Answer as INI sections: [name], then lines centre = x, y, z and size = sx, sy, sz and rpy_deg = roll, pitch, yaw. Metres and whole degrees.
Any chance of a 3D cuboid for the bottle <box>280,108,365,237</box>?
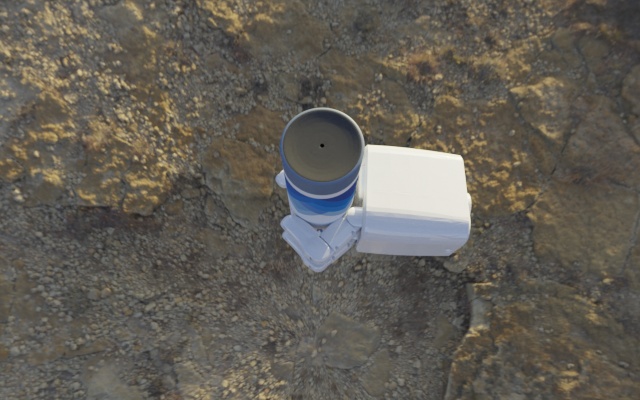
[bottle]
centre = 0.000, 0.002, 0.512
size = 0.069, 0.069, 0.296
rpy_deg = 0, -18, -1
